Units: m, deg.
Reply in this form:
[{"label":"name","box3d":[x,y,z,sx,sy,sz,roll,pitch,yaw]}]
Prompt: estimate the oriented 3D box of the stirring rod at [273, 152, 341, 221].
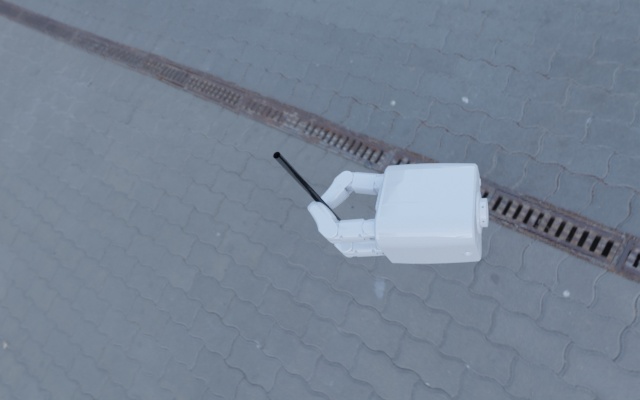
[{"label":"stirring rod","box3d":[0.000,0.002,0.585,0.011,0.011,0.240,0,-23,24]}]
